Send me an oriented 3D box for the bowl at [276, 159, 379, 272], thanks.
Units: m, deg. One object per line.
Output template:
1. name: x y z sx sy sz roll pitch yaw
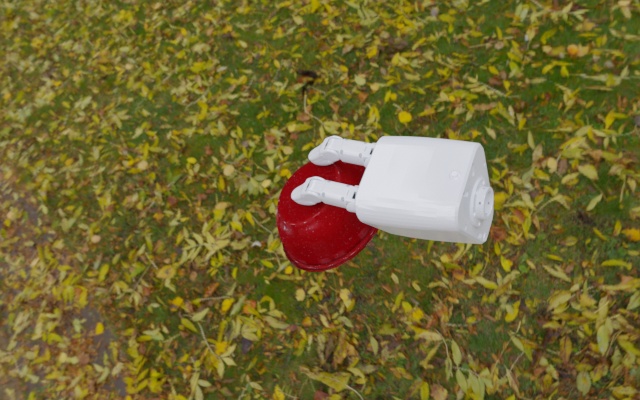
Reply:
1. bowl: -0.001 0.002 0.578 0.162 0.162 0.055 0 -31 43
